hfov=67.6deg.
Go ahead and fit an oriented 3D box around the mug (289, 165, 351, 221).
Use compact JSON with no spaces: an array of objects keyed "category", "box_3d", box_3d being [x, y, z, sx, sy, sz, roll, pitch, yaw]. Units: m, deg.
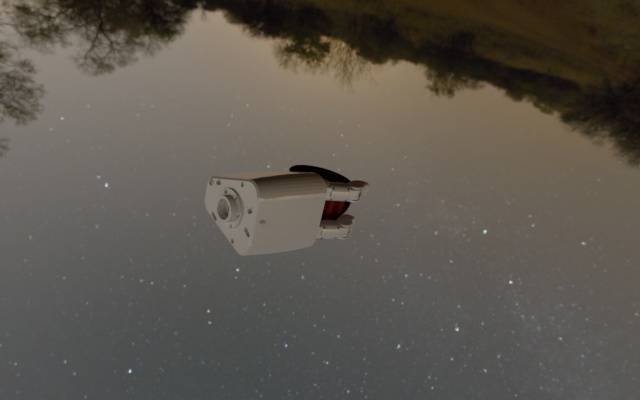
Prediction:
[{"category":"mug","box_3d":[0.001,0.002,0.694,0.117,0.081,0.093,-4,27,-44]}]
